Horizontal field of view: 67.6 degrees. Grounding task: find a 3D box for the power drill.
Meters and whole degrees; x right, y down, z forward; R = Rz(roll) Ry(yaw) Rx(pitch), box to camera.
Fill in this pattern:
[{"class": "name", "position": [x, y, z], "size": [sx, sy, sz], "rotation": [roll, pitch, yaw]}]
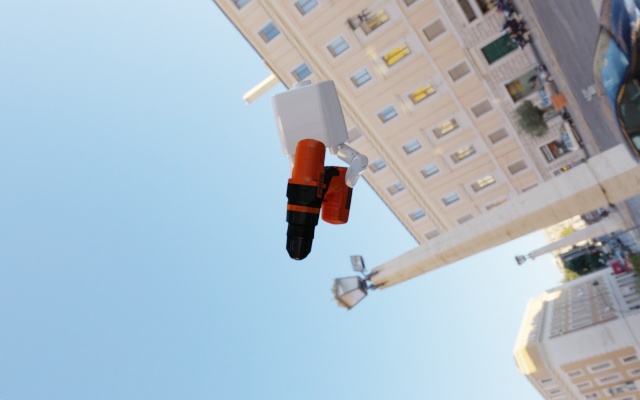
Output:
[{"class": "power drill", "position": [0.000, 0.002, 0.785], "size": [0.057, 0.184, 0.187], "rotation": [9, 0, 19]}]
